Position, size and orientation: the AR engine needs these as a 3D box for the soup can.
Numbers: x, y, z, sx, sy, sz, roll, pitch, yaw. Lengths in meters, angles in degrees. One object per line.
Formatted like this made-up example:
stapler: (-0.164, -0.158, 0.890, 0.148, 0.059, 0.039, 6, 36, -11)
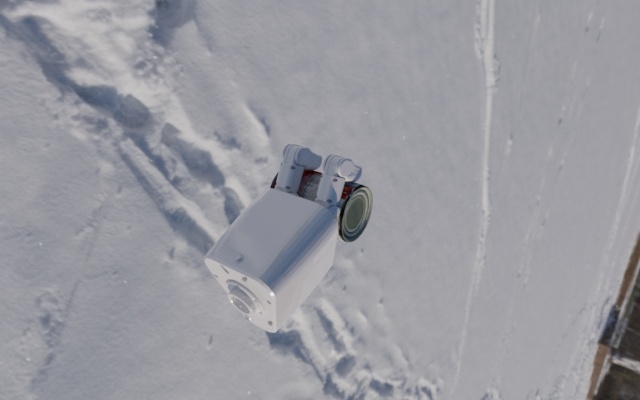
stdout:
soup can: (0.001, 0.002, 0.551, 0.102, 0.068, 0.068, 18, 10, 31)
